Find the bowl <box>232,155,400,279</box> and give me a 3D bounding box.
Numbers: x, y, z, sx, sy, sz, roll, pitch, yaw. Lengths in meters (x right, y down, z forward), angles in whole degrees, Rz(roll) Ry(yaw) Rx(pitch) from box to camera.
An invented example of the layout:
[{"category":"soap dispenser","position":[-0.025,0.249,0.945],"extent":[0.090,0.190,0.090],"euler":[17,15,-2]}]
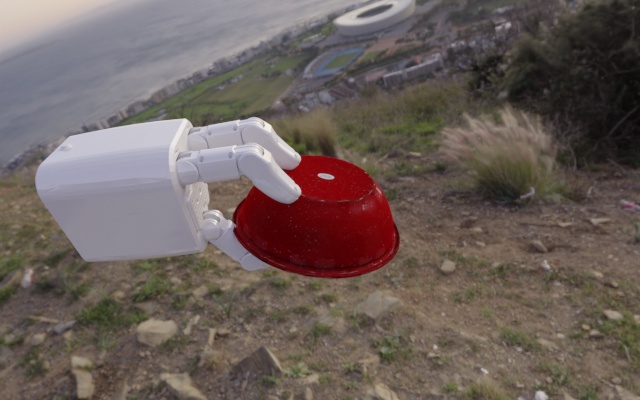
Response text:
[{"category":"bowl","position":[0.001,0.001,0.446],"extent":[0.162,0.055,0.162],"euler":[7,29,-4]}]
